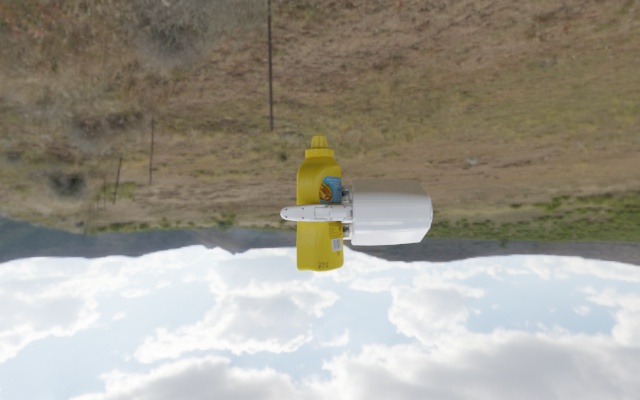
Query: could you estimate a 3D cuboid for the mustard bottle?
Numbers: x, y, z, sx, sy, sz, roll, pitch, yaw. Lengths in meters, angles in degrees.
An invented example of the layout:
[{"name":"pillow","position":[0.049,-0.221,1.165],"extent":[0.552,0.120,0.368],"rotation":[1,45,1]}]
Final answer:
[{"name":"mustard bottle","position":[0.000,0.003,0.685],"extent":[0.058,0.191,0.096],"rotation":[-1,-1,27]}]
